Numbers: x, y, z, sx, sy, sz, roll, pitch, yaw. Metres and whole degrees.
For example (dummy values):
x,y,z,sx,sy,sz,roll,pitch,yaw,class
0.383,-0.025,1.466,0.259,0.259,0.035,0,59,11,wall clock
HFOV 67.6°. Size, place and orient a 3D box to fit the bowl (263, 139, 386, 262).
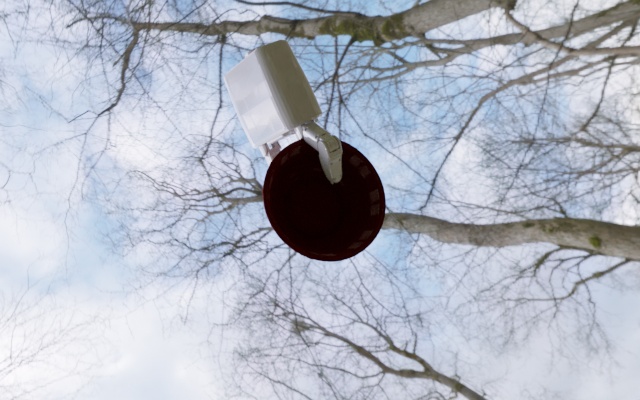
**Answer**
x,y,z,sx,sy,sz,roll,pitch,yaw,class
0.000,0.003,0.614,0.162,0.162,0.055,0,-15,-19,bowl
